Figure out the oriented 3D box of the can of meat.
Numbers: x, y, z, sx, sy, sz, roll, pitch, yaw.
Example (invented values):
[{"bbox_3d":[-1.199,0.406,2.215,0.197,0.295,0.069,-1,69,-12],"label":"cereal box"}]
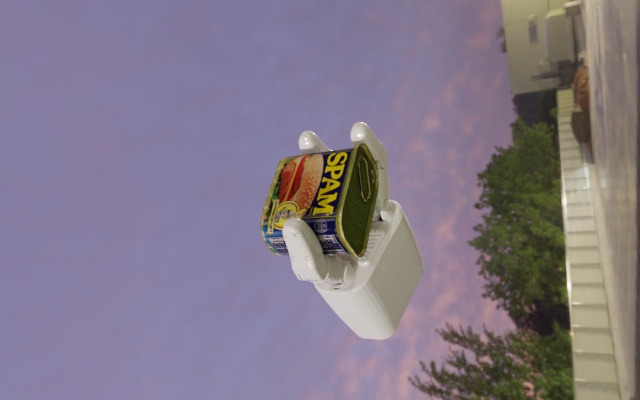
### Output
[{"bbox_3d":[0.000,0.001,0.436,0.084,0.102,0.057,-5,-38,28],"label":"can of meat"}]
